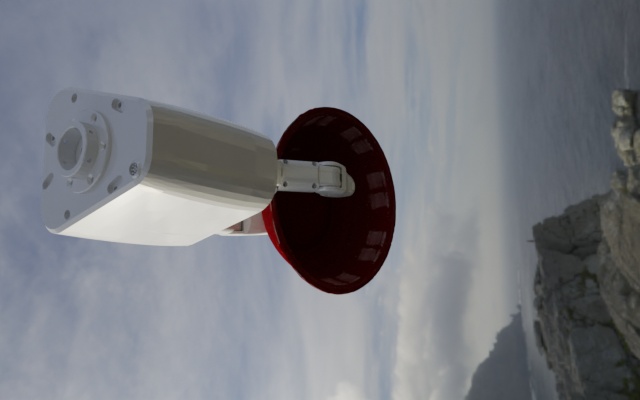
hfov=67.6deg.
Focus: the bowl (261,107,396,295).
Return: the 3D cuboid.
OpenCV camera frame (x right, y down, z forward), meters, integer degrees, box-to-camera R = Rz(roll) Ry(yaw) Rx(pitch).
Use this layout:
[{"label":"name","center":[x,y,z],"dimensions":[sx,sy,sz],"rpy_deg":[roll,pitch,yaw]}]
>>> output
[{"label":"bowl","center":[0.001,0.002,0.430],"dimensions":[0.055,0.162,0.162],"rpy_deg":[-7,-5,44]}]
